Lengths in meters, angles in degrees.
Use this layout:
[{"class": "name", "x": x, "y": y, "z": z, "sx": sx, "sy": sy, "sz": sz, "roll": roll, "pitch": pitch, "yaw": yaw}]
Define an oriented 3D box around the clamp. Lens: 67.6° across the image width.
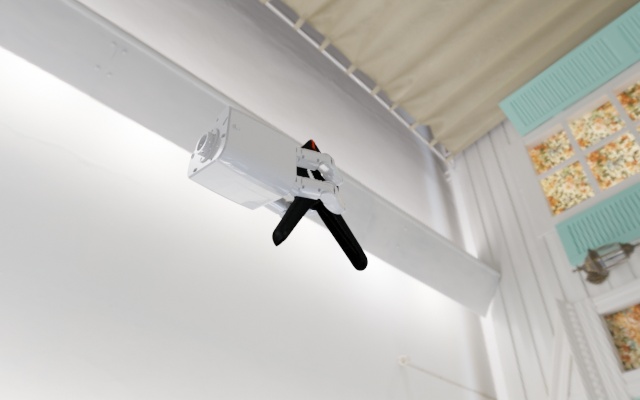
[{"class": "clamp", "x": -0.001, "y": 0.002, "z": 0.696, "sx": 0.164, "sy": 0.209, "sz": 0.036, "roll": 28, "pitch": -48, "yaw": -33}]
